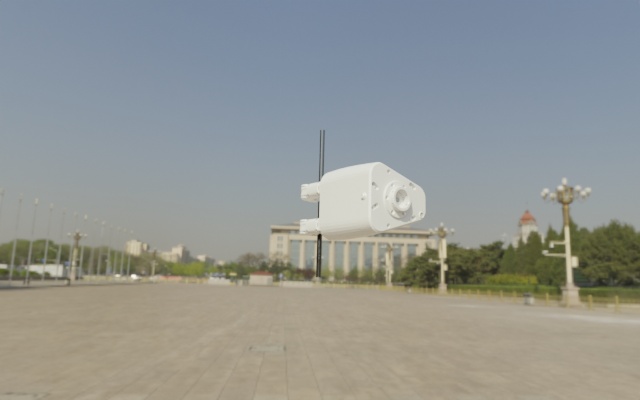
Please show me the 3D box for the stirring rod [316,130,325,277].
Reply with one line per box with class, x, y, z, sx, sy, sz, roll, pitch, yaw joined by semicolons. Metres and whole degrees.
stirring rod;0.000;0.003;0.771;0.011;0.239;0.011;2;-9;0
